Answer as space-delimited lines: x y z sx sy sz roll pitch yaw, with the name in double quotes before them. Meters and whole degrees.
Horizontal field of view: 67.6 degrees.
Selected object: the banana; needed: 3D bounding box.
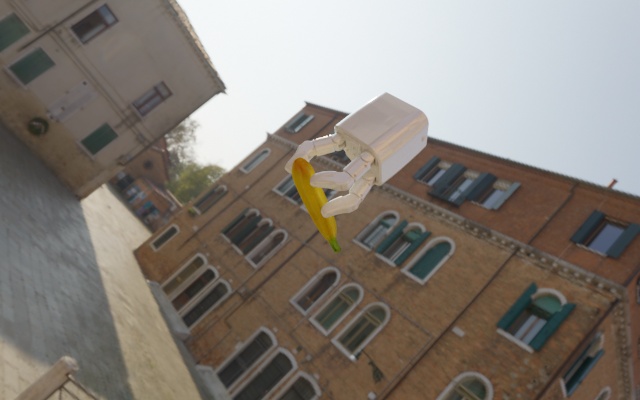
"banana" -0.007 -0.003 0.767 0.037 0.198 0.069 -34 39 -10
